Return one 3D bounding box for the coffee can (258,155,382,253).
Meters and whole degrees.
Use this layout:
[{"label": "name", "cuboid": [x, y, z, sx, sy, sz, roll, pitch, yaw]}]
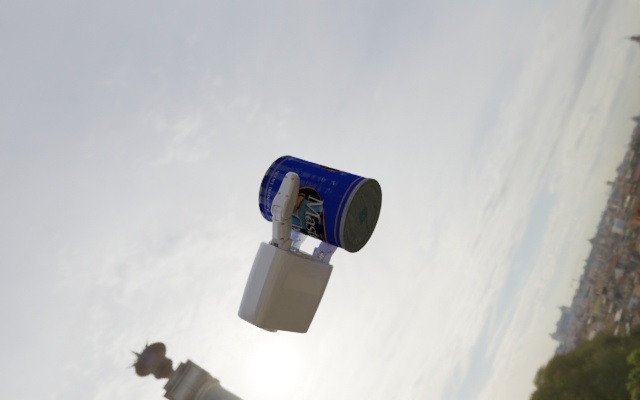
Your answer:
[{"label": "coffee can", "cuboid": [0.000, 0.002, 0.662, 0.140, 0.103, 0.103, 18, 9, 29]}]
